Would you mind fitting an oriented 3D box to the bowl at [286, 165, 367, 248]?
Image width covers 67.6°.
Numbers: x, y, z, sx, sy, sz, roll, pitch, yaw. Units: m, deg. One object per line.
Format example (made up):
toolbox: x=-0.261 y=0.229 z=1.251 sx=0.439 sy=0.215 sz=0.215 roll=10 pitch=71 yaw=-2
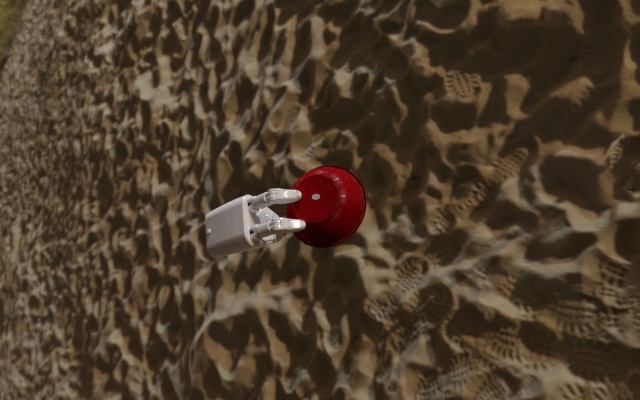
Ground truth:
bowl: x=0.001 y=0.002 z=0.872 sx=0.162 sy=0.162 sz=0.055 roll=0 pitch=-16 yaw=22
